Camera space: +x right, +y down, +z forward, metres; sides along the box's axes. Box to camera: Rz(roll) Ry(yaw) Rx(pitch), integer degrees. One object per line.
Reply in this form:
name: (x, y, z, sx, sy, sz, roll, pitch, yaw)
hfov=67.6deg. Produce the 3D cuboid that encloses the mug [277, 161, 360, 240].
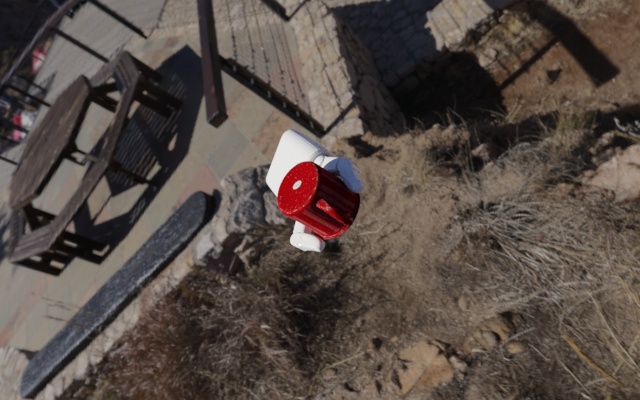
mug: (0.001, 0.003, 0.652, 0.081, 0.093, 0.117, 31, 6, -39)
